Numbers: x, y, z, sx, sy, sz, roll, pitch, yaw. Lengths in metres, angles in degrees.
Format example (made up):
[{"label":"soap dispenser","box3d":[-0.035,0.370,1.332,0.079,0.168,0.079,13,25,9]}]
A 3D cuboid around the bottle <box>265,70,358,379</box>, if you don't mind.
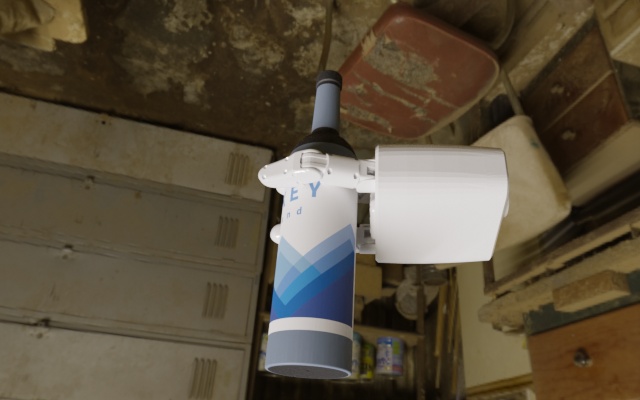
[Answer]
[{"label":"bottle","box3d":[0.000,0.002,0.433,0.069,0.295,0.069,3,-28,2]}]
